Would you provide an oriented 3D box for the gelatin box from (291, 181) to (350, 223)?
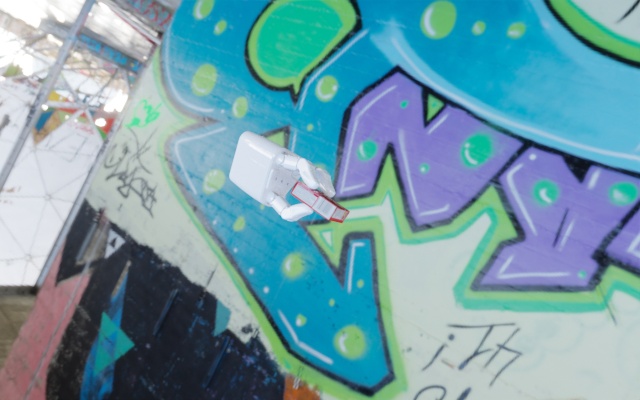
[{"bbox_3d":[0.000,0.003,0.835,0.089,0.030,0.073,35,5,22],"label":"gelatin box"}]
